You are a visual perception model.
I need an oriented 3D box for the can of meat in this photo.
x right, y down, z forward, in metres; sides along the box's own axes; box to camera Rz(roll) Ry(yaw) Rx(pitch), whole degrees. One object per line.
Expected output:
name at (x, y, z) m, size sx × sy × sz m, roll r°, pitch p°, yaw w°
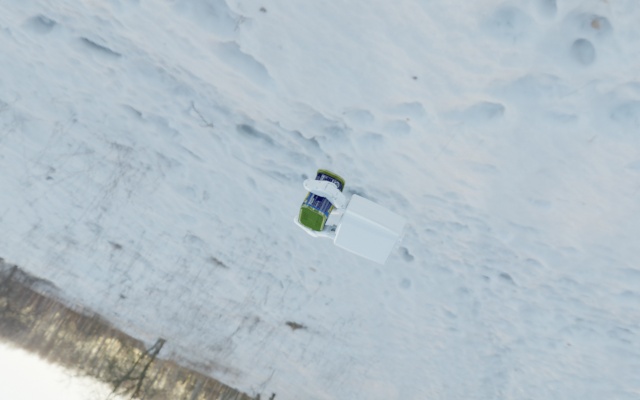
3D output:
can of meat at (0.000, 0.003, 0.894) m, size 0.057 × 0.084 × 0.102 m, roll 25°, pitch -23°, yaw 5°
